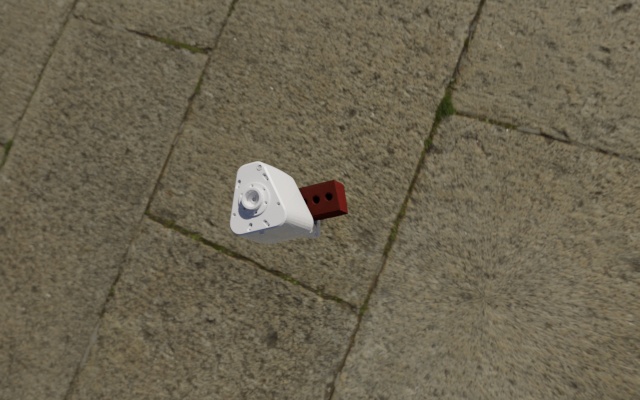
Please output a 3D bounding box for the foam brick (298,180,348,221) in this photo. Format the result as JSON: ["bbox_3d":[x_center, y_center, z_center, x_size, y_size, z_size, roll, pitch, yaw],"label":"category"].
[{"bbox_3d":[0.000,0.002,0.796,0.078,0.053,0.051,-14,-13,16],"label":"foam brick"}]
